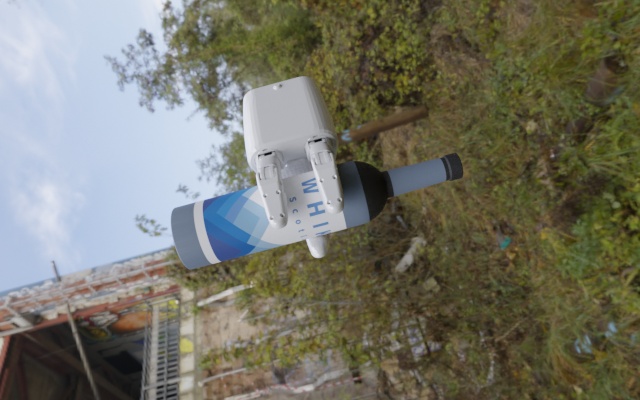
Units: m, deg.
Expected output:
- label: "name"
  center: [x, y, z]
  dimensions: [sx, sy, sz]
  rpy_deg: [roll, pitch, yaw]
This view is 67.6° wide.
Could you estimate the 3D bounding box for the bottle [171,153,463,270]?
- label: "bottle"
  center: [0.000, 0.002, 0.493]
  dimensions: [0.296, 0.069, 0.069]
  rpy_deg: [-15, 0, 1]
